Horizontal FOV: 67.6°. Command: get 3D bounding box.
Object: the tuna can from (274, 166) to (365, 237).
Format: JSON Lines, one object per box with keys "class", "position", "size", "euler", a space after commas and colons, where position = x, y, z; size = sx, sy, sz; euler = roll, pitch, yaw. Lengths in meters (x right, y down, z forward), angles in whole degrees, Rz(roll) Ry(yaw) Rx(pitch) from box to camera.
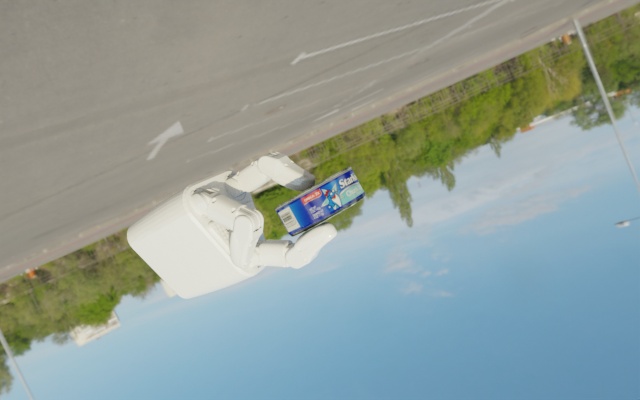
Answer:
{"class": "tuna can", "position": [0.000, 0.002, 0.467], "size": [0.086, 0.034, 0.086], "euler": [-29, 0, 0]}
